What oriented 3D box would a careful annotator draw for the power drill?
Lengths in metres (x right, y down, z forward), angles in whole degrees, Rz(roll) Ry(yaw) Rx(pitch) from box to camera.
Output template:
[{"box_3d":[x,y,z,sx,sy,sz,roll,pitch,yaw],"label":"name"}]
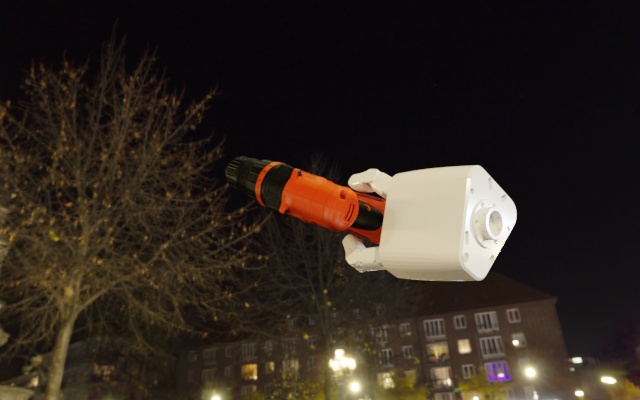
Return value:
[{"box_3d":[0.001,0.002,0.571,0.184,0.057,0.188,22,4,38],"label":"power drill"}]
